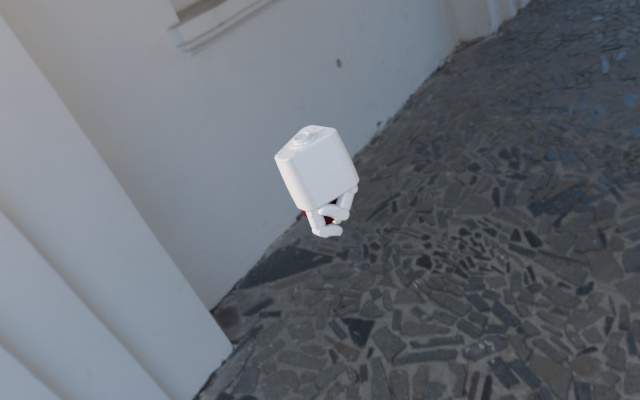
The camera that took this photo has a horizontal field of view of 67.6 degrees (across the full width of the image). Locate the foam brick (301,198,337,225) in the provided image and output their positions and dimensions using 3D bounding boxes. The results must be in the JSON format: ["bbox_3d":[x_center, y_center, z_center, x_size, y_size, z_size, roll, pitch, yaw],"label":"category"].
[{"bbox_3d":[0.000,0.003,0.883,0.053,0.051,0.078,-40,32,-22],"label":"foam brick"}]
